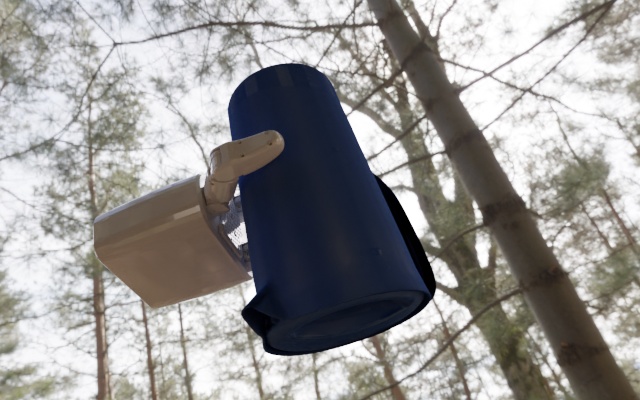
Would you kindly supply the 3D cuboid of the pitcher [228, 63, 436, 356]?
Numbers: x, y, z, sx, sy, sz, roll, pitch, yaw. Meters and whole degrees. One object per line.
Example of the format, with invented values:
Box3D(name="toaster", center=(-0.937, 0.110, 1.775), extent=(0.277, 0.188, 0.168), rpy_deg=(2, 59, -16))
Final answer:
Box3D(name="pitcher", center=(0.000, 0.001, 0.424), extent=(0.145, 0.242, 0.149), rpy_deg=(-20, -29, 6))
